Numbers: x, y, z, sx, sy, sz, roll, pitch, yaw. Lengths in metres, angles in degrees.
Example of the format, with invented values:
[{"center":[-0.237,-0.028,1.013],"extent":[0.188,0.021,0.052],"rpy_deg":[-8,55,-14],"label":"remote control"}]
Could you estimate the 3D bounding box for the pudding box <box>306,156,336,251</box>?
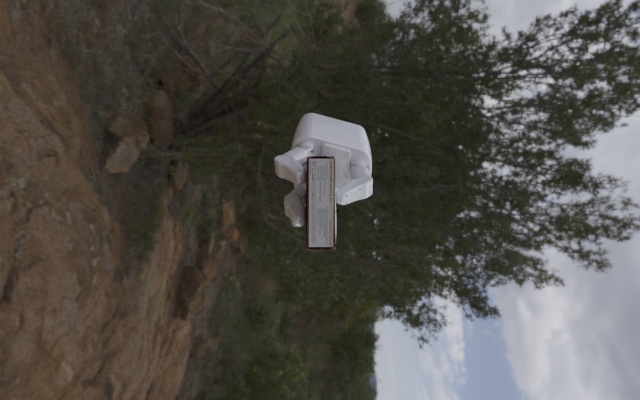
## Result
[{"center":[0.000,0.002,0.601],"extent":[0.039,0.113,0.090],"rpy_deg":[-2,2,1],"label":"pudding box"}]
